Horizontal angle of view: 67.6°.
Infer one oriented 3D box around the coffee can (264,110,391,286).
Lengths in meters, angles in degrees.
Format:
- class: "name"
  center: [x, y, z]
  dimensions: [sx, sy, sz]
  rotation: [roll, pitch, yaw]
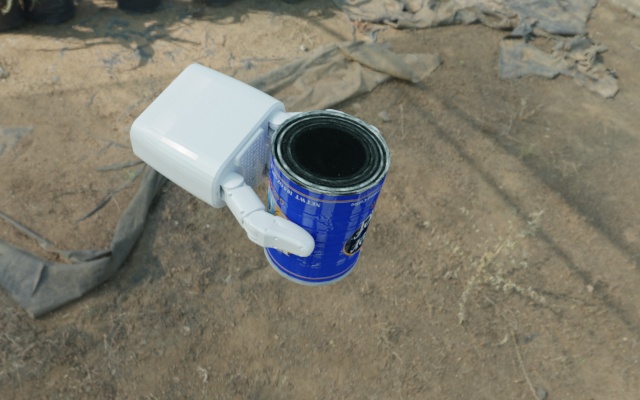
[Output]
- class: "coffee can"
  center: [0.000, 0.002, 0.454]
  dimensions: [0.103, 0.102, 0.140]
  rotation: [0, -40, -10]
